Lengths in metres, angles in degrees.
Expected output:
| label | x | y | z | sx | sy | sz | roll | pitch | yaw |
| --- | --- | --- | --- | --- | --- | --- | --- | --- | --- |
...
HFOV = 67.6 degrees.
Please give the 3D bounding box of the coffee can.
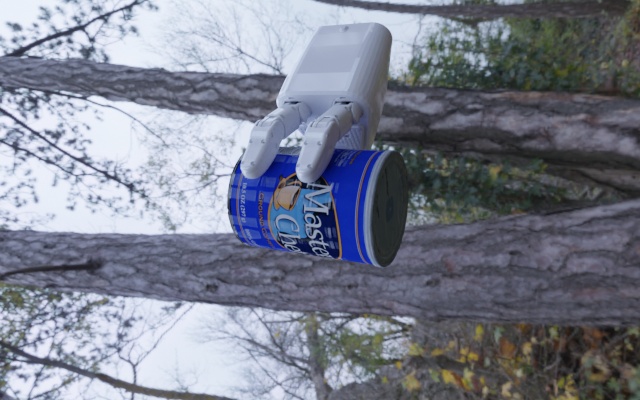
| label | x | y | z | sx | sy | sz | roll | pitch | yaw |
| --- | --- | --- | --- | --- | --- | --- | --- | --- | --- |
| coffee can | 0.000 | 0.002 | 0.447 | 0.140 | 0.103 | 0.103 | 6 | 2 | 26 |
